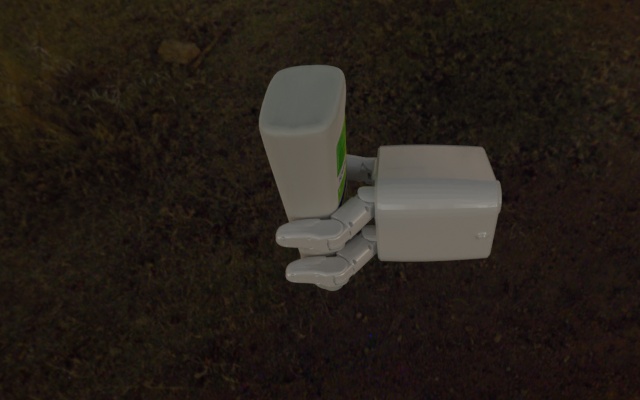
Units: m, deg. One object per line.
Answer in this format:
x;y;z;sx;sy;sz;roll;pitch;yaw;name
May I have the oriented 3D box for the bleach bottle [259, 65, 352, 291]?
0.000;0.002;0.477;0.068;0.102;0.251;0;-43;10;bleach bottle
